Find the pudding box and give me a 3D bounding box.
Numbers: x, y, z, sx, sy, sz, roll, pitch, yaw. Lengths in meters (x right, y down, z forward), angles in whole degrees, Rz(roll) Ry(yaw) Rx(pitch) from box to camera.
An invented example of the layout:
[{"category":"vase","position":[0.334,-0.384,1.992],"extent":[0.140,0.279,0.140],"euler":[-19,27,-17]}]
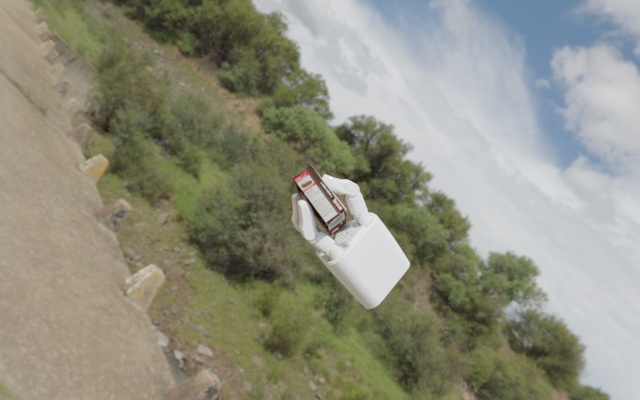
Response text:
[{"category":"pudding box","position":[0.000,0.002,0.737],"extent":[0.039,0.090,0.113],"euler":[-36,-11,-7]}]
